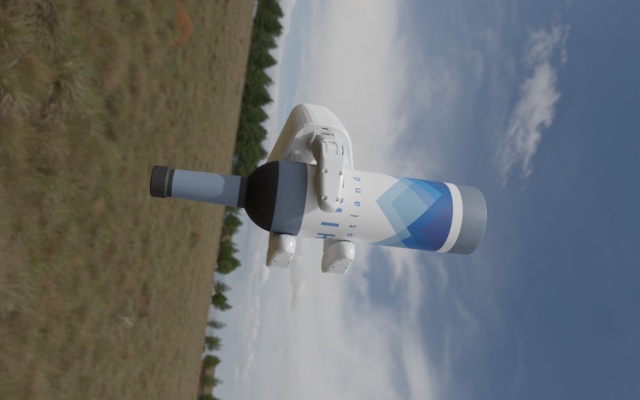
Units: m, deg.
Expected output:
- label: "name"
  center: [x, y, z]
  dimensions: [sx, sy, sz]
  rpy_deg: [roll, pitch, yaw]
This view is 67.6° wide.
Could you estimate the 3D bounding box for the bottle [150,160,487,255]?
- label: "bottle"
  center: [0.000, 0.001, 0.435]
  dimensions: [0.296, 0.069, 0.069]
  rpy_deg: [7, -1, -11]
